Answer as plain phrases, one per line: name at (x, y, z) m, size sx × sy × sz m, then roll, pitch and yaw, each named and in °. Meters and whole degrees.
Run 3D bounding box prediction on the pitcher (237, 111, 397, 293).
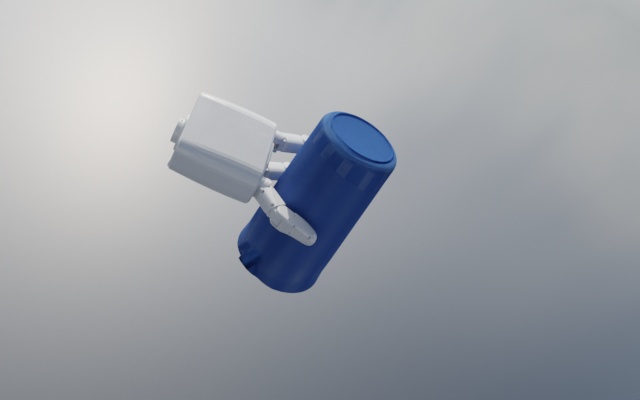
pitcher at (0.000, 0.002, 0.649) m, size 0.145 × 0.243 × 0.149 m, roll 25°, pitch 36°, yaw -16°
